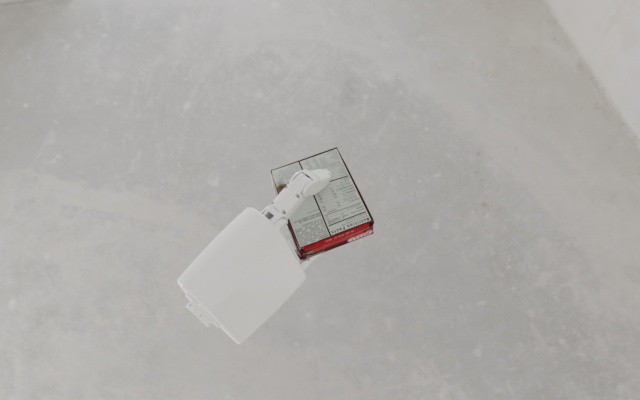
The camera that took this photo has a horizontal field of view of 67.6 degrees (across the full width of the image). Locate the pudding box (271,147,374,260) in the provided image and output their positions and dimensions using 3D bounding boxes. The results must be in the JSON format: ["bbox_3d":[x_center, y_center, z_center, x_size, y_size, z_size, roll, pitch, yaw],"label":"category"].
[{"bbox_3d":[0.000,0.002,0.554,0.090,0.113,0.039,-19,-27,-8],"label":"pudding box"}]
